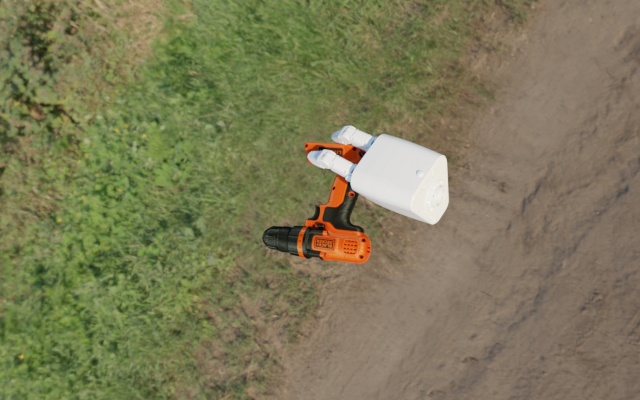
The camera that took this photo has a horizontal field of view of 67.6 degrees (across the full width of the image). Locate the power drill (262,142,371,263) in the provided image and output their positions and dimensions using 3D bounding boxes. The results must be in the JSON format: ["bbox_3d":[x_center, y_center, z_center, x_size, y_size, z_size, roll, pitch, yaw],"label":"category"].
[{"bbox_3d":[0.000,0.002,0.776,0.184,0.187,0.057,6,-6,20],"label":"power drill"}]
